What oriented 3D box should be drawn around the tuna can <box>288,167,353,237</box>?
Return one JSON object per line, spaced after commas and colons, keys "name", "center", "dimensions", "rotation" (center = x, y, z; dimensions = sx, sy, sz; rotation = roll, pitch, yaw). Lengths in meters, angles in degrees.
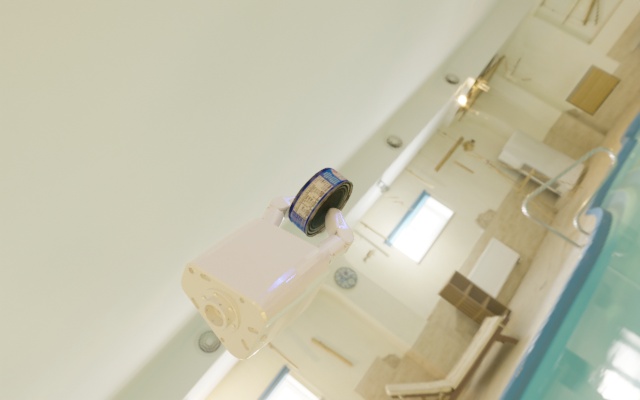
{"name": "tuna can", "center": [0.000, 0.002, 0.589], "dimensions": [0.033, 0.086, 0.086], "rotation": [39, 14, 18]}
